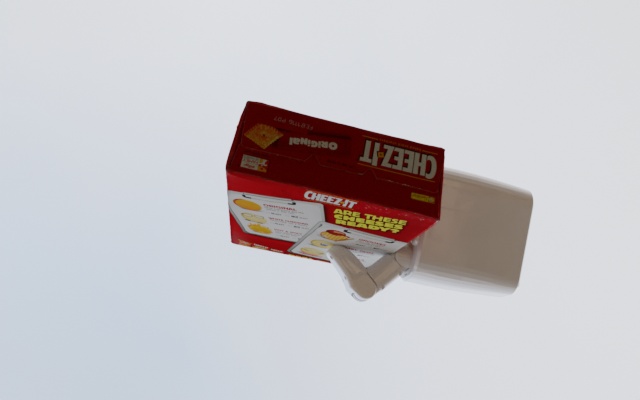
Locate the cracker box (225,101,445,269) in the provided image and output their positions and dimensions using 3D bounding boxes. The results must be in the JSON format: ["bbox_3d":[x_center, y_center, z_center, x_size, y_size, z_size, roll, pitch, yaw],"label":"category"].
[{"bbox_3d":[0.000,0.002,0.455,0.164,0.072,0.214,12,-21,-5],"label":"cracker box"}]
